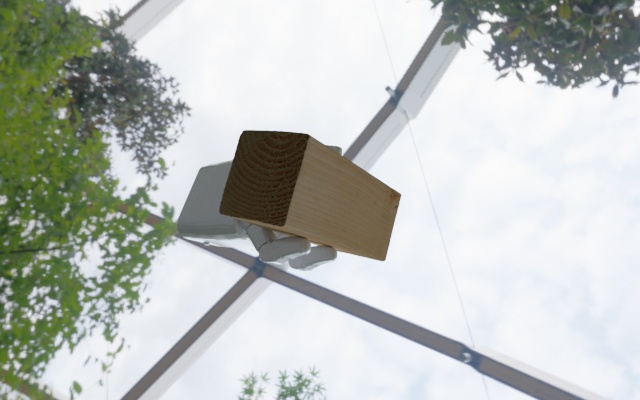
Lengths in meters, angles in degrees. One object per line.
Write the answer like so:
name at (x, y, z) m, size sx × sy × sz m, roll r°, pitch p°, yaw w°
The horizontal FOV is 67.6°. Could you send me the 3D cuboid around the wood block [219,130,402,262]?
wood block at (0.000, 0.001, 0.533) m, size 0.090 × 0.091 × 0.206 m, roll 9°, pitch -9°, yaw 36°
